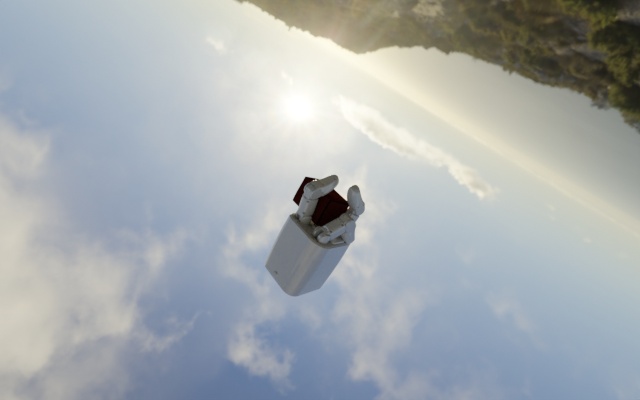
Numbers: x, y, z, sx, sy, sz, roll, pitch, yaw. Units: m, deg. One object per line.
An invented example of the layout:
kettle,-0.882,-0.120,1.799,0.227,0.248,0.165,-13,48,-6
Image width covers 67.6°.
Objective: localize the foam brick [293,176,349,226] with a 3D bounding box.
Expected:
foam brick,0.000,0.002,0.812,0.053,0.051,0.078,11,25,-45
